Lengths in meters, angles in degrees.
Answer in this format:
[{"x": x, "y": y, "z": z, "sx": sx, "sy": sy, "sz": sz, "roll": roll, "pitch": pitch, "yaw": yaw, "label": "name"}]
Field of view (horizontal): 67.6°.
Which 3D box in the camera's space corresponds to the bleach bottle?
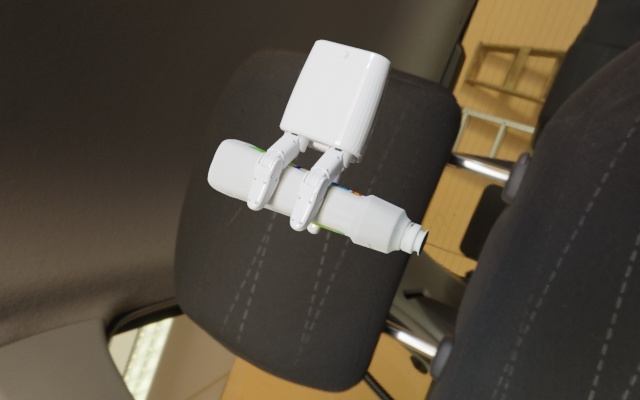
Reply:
[{"x": 0.000, "y": 0.002, "z": 0.542, "sx": 0.251, "sy": 0.068, "sz": 0.102, "roll": 22, "pitch": 1, "yaw": 21, "label": "bleach bottle"}]
